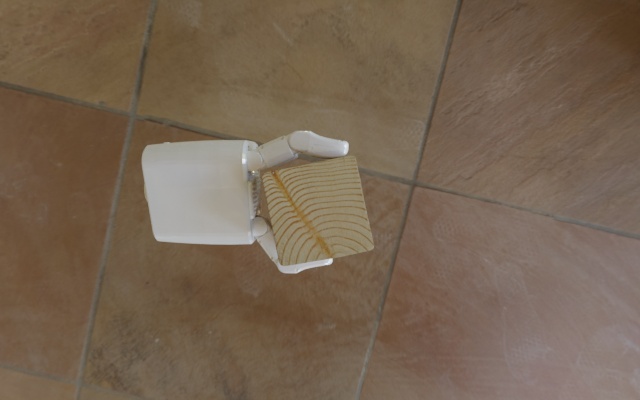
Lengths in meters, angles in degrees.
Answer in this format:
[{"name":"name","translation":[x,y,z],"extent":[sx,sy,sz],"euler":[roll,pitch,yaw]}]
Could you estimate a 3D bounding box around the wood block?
[{"name":"wood block","translation":[0.000,0.002,0.535],"extent":[0.090,0.091,0.206],"euler":[-11,5,2]}]
